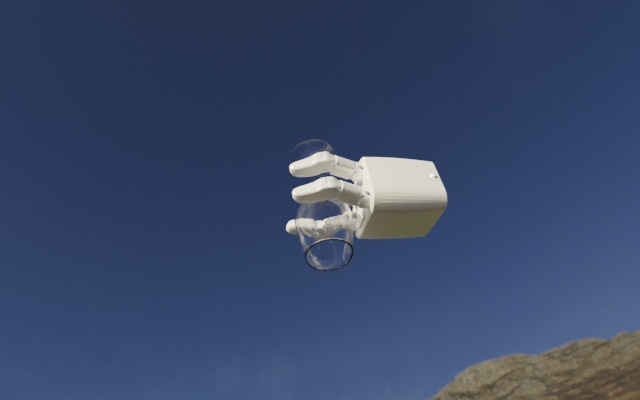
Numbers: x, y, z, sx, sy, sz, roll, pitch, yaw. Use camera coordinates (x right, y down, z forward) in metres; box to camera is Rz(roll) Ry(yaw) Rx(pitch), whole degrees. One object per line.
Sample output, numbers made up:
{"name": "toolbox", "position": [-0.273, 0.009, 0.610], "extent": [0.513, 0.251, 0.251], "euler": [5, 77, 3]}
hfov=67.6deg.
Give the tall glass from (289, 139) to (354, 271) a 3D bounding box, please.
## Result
{"name": "tall glass", "position": [0.000, 0.002, 0.671], "extent": [0.079, 0.079, 0.200], "euler": [0, 42, -8]}
